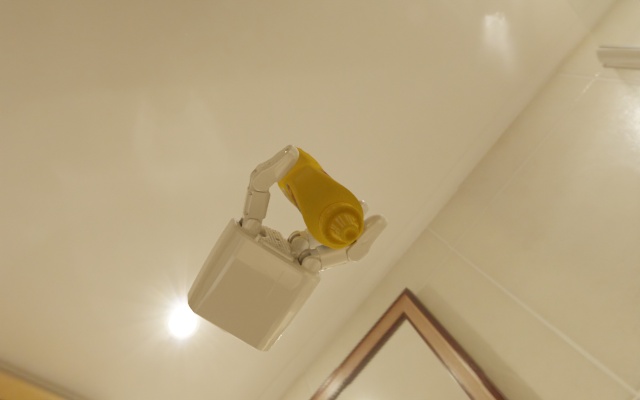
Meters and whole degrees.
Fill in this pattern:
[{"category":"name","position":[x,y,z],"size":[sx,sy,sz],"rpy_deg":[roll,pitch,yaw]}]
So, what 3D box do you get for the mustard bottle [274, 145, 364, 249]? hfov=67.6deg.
[{"category":"mustard bottle","position":[0.000,0.001,0.516],"size":[0.058,0.096,0.191],"rpy_deg":[-35,24,-3]}]
